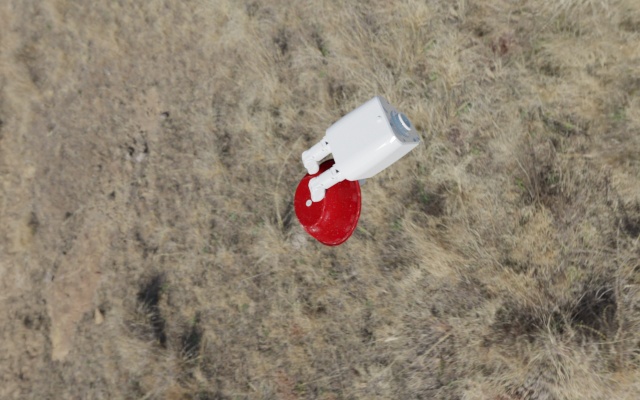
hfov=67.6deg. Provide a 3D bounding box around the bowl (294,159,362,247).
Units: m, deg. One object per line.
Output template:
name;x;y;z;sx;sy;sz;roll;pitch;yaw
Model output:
bowl;-0.001;0.004;0.863;0.055;0.162;0.162;2;-1;-38
